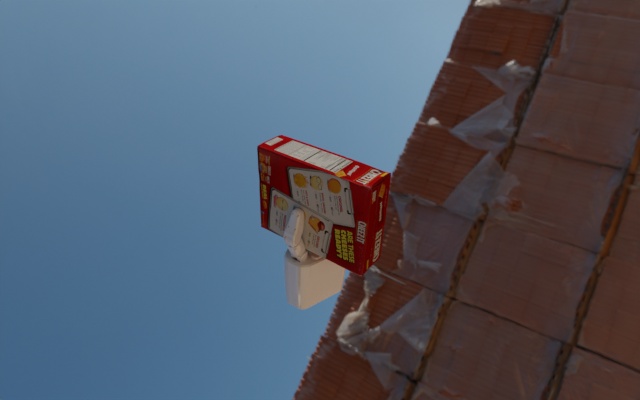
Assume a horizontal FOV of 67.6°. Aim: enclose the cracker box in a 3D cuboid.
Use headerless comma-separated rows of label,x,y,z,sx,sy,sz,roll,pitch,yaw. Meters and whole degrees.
cracker box,0.000,0.003,0.774,0.213,0.164,0.072,22,38,28
